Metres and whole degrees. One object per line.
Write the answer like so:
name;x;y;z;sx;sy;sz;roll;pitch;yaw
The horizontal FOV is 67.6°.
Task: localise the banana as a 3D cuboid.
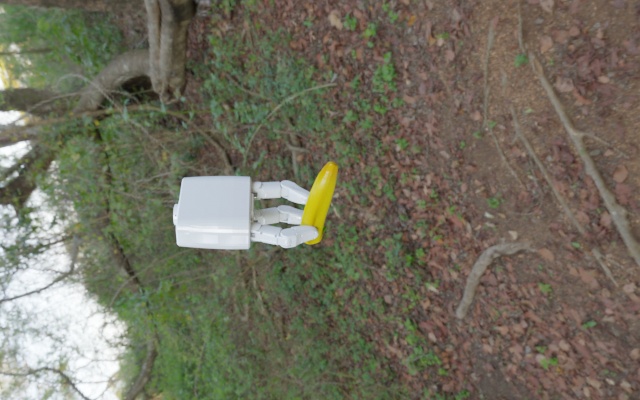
banana;-0.006;0.019;0.745;0.037;0.069;0.198;19;-32;5
